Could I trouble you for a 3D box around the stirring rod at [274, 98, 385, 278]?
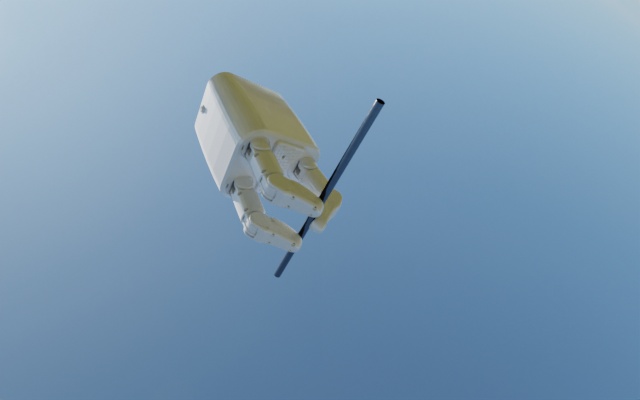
[{"bbox_3d":[0.000,0.001,0.459,0.011,0.011,0.240,0,-42,-33],"label":"stirring rod"}]
